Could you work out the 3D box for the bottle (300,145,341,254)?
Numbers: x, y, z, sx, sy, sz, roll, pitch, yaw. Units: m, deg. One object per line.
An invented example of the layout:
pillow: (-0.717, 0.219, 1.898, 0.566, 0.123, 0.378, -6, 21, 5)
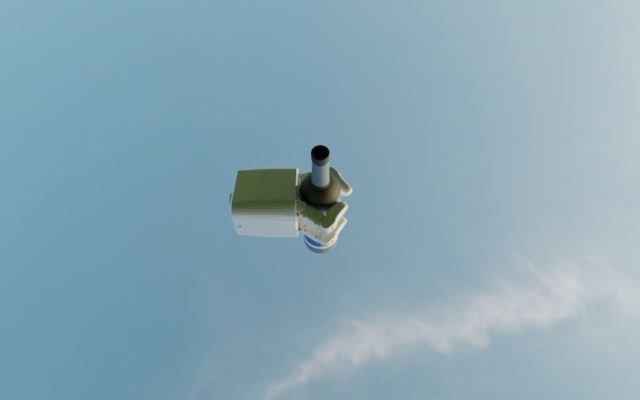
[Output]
bottle: (0.000, 0.003, 0.809, 0.069, 0.069, 0.296, 0, -29, 0)
